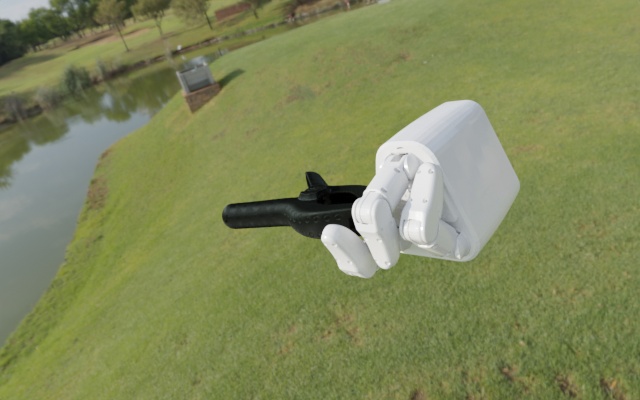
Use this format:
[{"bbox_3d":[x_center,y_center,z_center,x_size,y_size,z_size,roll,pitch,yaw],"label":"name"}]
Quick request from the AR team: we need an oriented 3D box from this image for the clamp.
[{"bbox_3d":[0.000,0.001,0.449,0.171,0.039,0.120,7,32,42],"label":"clamp"}]
